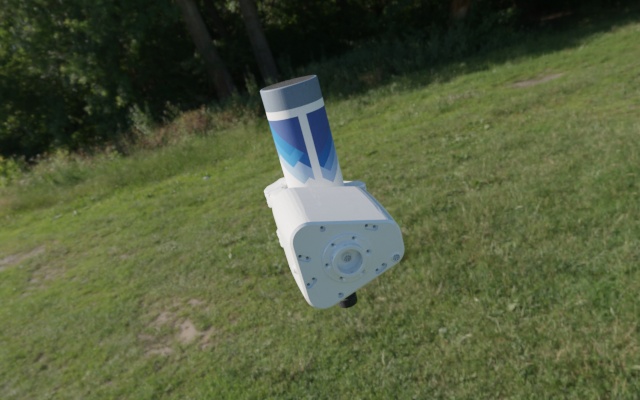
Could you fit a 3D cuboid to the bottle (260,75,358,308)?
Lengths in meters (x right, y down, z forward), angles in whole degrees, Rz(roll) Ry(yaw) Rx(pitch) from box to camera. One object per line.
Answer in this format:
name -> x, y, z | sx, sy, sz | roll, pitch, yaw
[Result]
bottle -> 0.000, 0.002, 0.585 | 0.069, 0.296, 0.069 | -13, 20, 5
